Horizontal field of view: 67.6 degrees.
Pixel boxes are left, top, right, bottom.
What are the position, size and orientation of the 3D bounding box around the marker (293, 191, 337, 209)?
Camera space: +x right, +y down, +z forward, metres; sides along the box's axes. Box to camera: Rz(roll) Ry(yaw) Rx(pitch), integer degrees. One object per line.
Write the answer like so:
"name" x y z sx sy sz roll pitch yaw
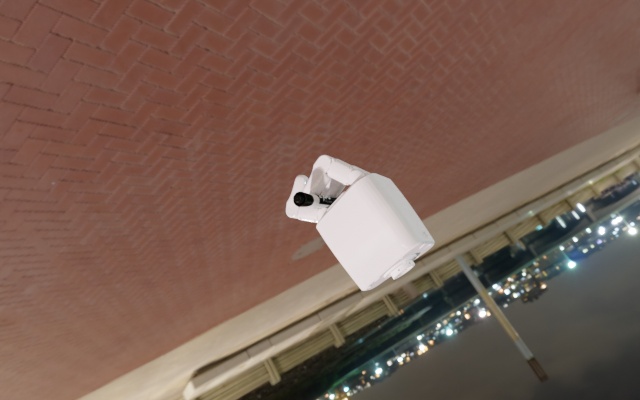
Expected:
"marker" 0.000 0.002 0.625 0.020 0.020 0.121 0 -4 27
